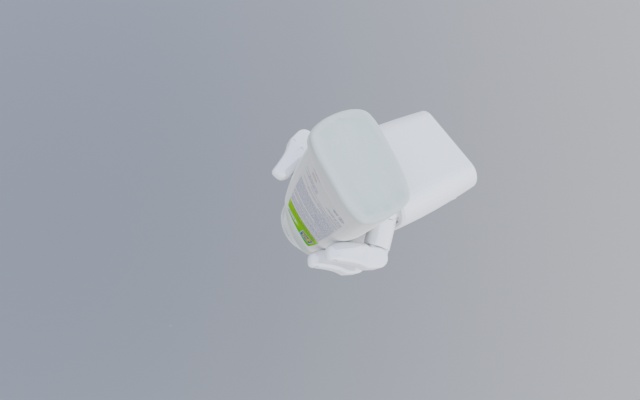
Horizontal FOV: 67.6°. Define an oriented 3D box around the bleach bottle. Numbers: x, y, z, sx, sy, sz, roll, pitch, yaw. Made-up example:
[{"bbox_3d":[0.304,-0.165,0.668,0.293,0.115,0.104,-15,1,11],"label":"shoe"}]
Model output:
[{"bbox_3d":[0.000,0.002,0.508,0.068,0.102,0.251,-26,-5,-21],"label":"bleach bottle"}]
